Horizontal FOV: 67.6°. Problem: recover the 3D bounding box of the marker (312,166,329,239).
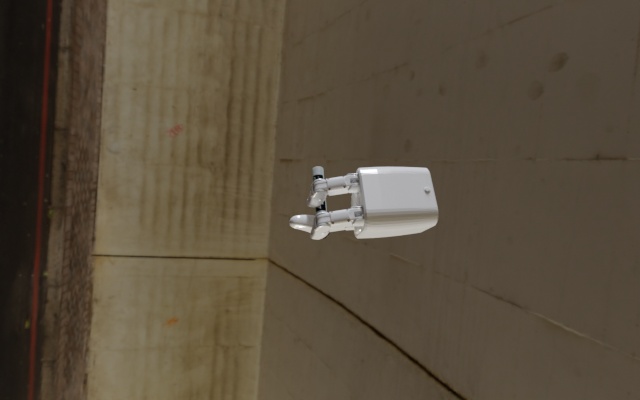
[{"bbox_3d":[0.000,0.002,0.747,0.020,0.121,0.020,-4,-28,-2],"label":"marker"}]
